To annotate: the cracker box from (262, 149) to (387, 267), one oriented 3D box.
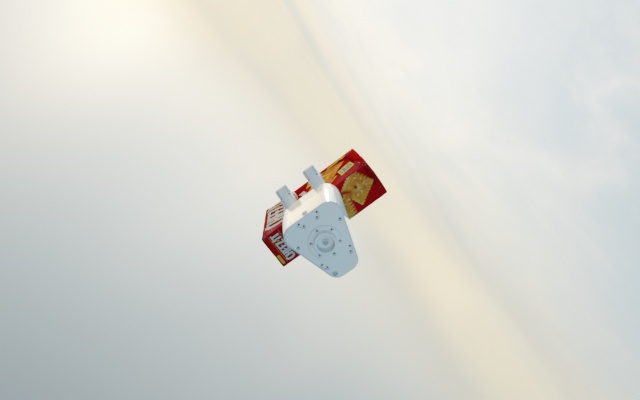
[{"bbox_3d":[0.000,0.003,0.847,0.214,0.072,0.164,-35,14,6],"label":"cracker box"}]
